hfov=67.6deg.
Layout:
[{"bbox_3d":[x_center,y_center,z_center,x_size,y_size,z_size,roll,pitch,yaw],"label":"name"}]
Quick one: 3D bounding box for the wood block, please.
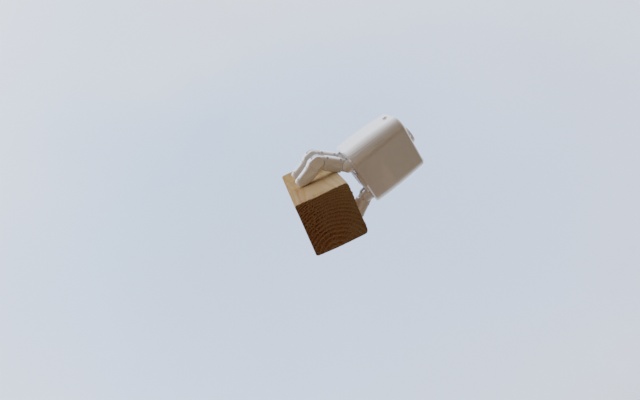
[{"bbox_3d":[0.001,0.003,0.814,0.090,0.091,0.206,-25,18,-2],"label":"wood block"}]
